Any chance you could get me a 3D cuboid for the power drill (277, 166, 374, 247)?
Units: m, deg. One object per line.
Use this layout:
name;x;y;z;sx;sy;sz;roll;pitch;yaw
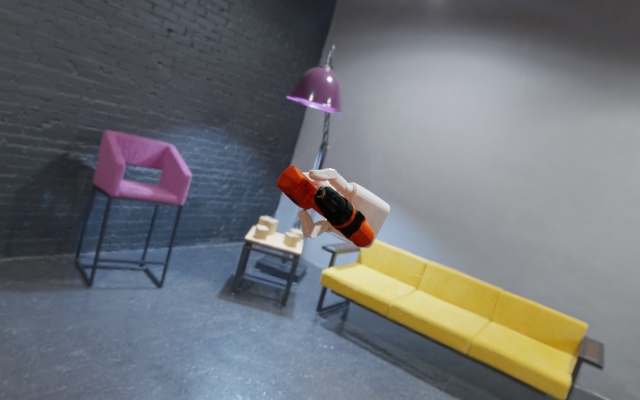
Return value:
power drill;0.000;0.003;0.886;0.187;0.057;0.184;35;-8;42
